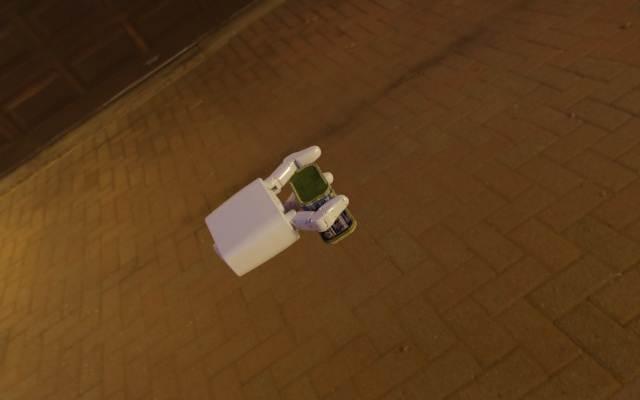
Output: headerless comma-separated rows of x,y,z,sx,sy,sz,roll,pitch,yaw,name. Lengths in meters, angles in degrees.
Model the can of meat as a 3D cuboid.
0.000,0.002,0.717,0.057,0.084,0.102,-33,34,1,can of meat
